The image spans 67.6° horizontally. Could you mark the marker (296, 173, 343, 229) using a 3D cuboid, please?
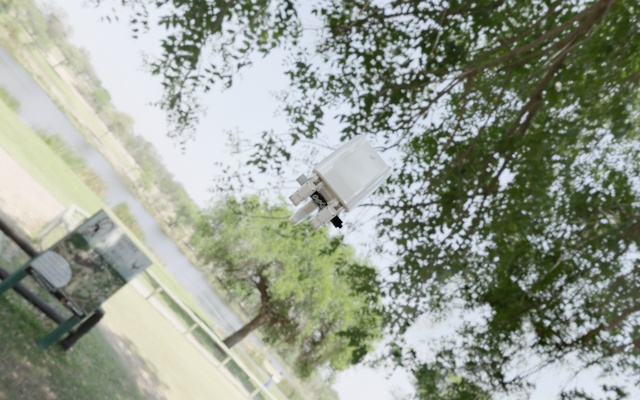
[{"bbox_3d":[0.000,0.003,0.863,0.020,0.121,0.020,-39,2,1],"label":"marker"}]
